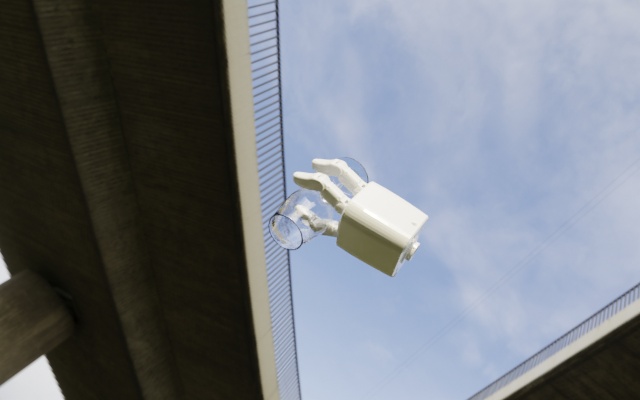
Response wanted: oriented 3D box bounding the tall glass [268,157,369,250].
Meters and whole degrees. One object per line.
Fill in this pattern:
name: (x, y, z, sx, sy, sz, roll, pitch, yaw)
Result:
tall glass: (0.000, 0.002, 0.772, 0.079, 0.079, 0.201, 0, 27, 36)
